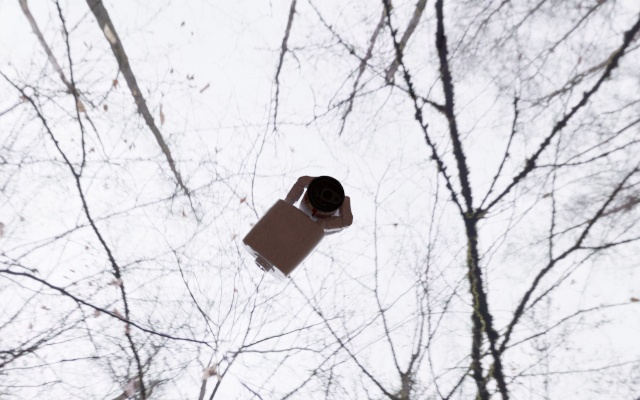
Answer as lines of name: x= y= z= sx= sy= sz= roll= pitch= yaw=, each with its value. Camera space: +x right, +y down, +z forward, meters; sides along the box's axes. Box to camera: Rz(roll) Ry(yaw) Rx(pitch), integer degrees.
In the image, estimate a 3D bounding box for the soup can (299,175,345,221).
soup can: x=0.000 y=0.003 z=0.868 sx=0.068 sy=0.068 sz=0.102 roll=0 pitch=-17 yaw=-12
